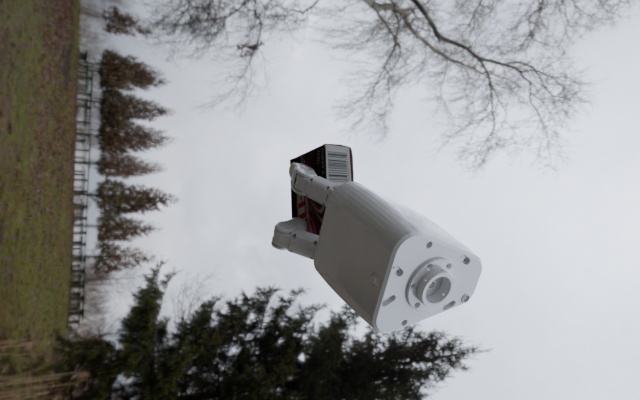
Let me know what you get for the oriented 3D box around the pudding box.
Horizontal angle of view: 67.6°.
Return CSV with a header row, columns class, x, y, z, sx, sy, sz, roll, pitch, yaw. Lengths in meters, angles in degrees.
class,x,y,z,sx,sy,sz,roll,pitch,yaw
pudding box,0.000,0.002,0.529,0.039,0.113,0.090,4,-8,-28
